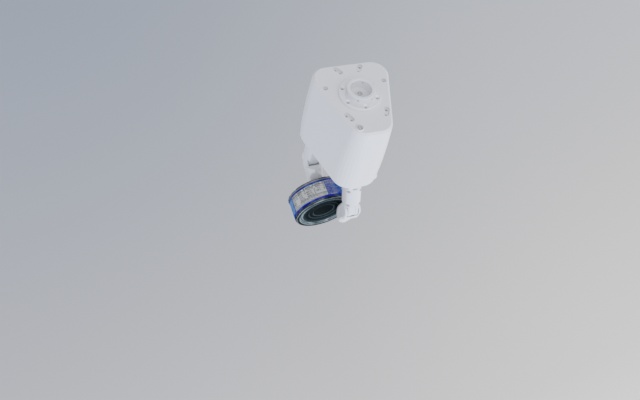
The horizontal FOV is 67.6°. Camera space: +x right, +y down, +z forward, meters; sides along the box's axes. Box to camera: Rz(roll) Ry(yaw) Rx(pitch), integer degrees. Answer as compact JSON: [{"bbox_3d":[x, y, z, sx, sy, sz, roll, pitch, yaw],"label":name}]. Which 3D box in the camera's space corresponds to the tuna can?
[{"bbox_3d":[0.000,0.003,0.672,0.086,0.033,0.086,-18,-23,-8],"label":"tuna can"}]
